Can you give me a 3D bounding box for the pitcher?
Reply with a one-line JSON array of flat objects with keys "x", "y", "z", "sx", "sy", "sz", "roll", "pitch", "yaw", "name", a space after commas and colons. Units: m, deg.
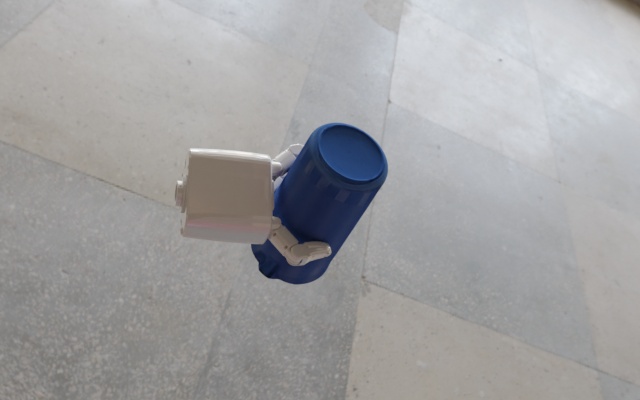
[{"x": 0.000, "y": 0.002, "z": 0.674, "sx": 0.145, "sy": 0.149, "sz": 0.243, "roll": 5, "pitch": -36, "yaw": -22, "name": "pitcher"}]
